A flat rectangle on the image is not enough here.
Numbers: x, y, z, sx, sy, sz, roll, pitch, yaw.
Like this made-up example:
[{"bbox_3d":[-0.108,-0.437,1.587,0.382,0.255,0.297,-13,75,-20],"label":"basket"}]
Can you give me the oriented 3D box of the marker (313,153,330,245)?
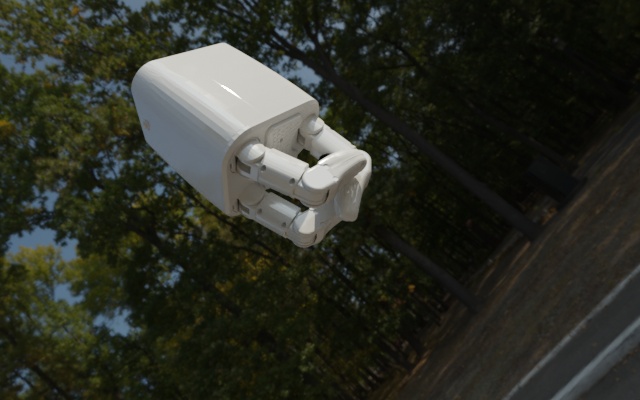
[{"bbox_3d":[0.000,0.001,0.411,0.020,0.020,0.121,0,-34,-9],"label":"marker"}]
